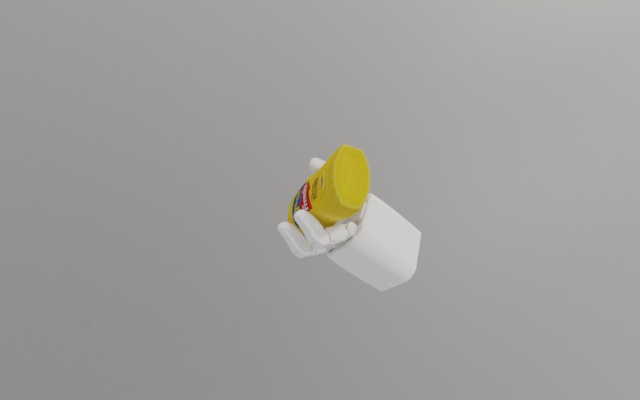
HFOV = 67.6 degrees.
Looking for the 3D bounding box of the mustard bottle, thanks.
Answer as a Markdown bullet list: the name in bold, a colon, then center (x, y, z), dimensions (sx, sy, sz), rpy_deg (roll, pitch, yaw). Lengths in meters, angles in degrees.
- **mustard bottle**: center (0.000, 0.002, 0.699), dimensions (0.058, 0.096, 0.192), rpy_deg (14, -28, -23)
